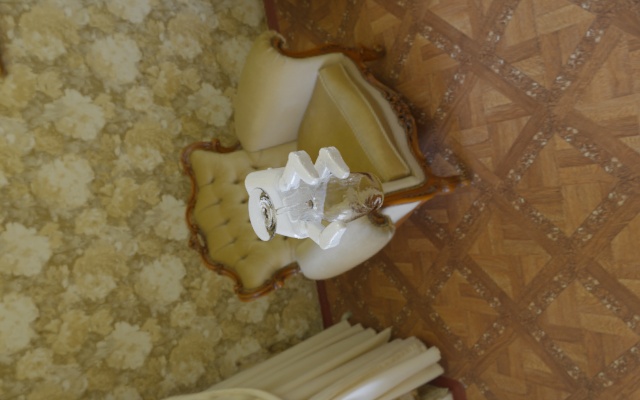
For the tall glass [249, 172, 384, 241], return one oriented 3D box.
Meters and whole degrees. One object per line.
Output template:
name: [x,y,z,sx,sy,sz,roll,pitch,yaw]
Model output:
tall glass: [0.000,0.002,0.702,0.201,0.079,0.079,-12,7,-35]
